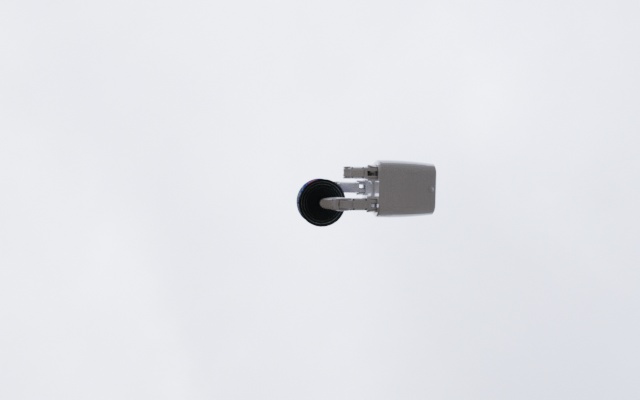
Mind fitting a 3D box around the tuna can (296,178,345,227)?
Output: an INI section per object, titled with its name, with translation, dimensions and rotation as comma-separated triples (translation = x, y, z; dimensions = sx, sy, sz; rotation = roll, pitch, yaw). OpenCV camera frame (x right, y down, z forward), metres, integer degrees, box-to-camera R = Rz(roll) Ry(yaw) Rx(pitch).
[tuna can]
translation = 0.000, 0.003, 0.857
dimensions = 0.086, 0.086, 0.033
rotation = 0, 6, -13
